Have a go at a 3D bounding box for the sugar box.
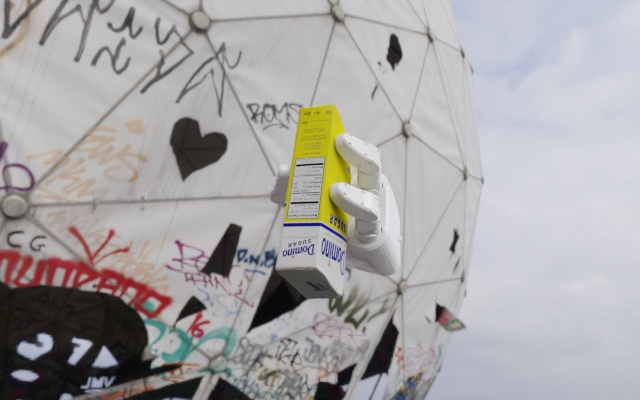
[{"bbox_3d":[0.001,0.002,0.481,0.048,0.176,0.093,-5,-28,16],"label":"sugar box"}]
